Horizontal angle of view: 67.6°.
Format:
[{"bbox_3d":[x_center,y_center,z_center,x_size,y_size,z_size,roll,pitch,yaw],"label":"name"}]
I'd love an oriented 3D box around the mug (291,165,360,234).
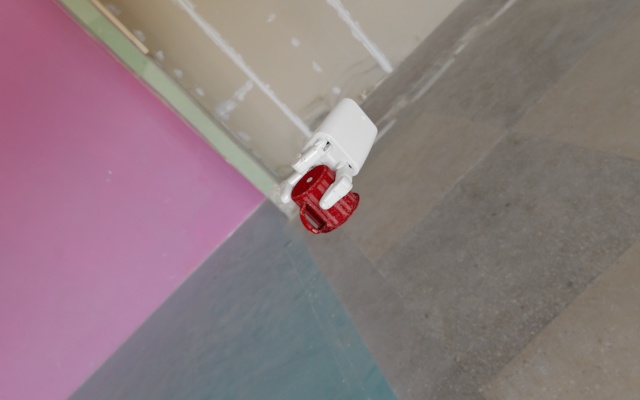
[{"bbox_3d":[-0.001,0.003,0.792,0.081,0.117,0.093,46,-40,-20],"label":"mug"}]
